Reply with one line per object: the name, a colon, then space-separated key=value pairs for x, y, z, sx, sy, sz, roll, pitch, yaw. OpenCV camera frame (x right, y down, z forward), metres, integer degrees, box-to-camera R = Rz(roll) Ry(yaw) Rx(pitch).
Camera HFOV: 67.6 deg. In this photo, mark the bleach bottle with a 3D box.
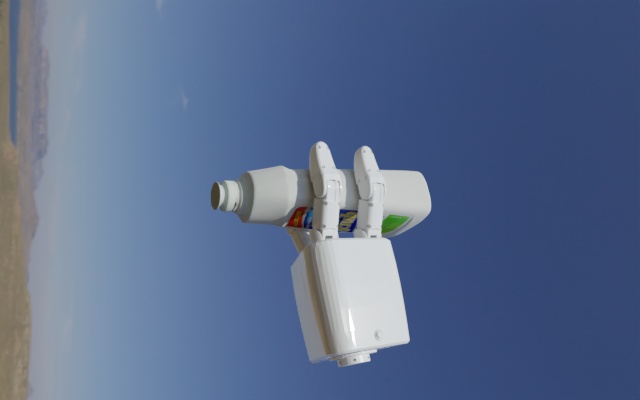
bleach bottle: x=0.000 y=0.002 z=0.537 sx=0.251 sy=0.068 sz=0.103 roll=2 pitch=-23 yaw=-31
